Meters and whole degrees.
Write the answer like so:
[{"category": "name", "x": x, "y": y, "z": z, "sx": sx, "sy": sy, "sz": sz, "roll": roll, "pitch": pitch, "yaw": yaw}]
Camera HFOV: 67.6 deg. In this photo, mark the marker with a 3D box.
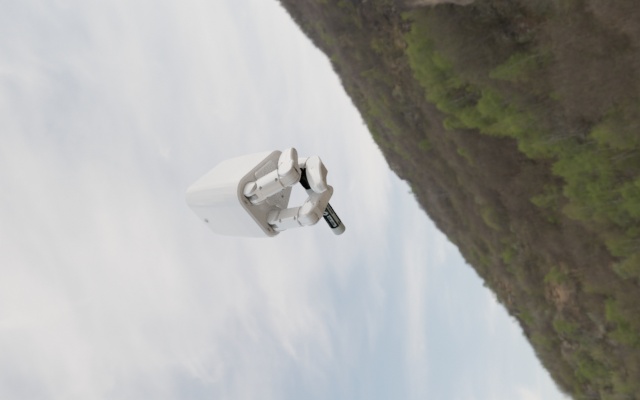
[{"category": "marker", "x": 0.000, "y": 0.002, "z": 0.638, "sx": 0.020, "sy": 0.020, "sz": 0.121, "roll": 0, "pitch": -42, "yaw": 37}]
